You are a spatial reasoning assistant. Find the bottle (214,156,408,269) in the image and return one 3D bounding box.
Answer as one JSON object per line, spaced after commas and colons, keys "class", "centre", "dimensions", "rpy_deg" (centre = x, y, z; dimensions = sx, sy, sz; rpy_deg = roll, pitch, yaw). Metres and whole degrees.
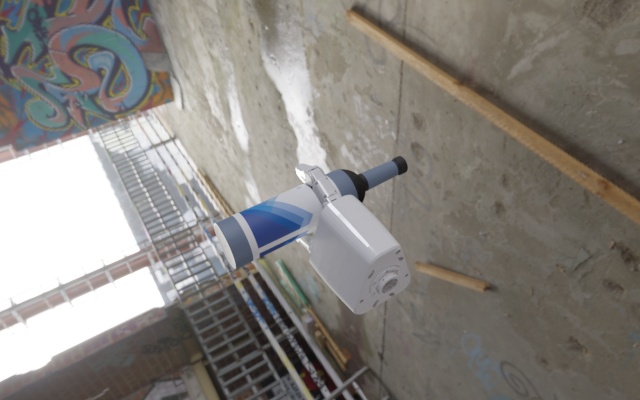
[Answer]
{"class": "bottle", "centre": [0.000, 0.002, 0.675], "dimensions": [0.295, 0.069, 0.069], "rpy_deg": [-25, 9, -21]}
